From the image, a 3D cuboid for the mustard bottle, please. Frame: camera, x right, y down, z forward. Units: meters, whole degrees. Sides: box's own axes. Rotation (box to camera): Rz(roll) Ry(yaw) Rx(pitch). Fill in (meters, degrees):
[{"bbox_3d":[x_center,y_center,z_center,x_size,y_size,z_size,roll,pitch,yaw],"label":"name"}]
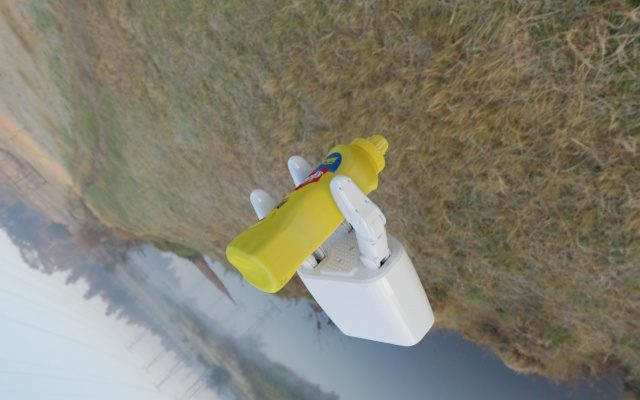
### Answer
[{"bbox_3d":[0.000,0.001,0.455,0.191,0.058,0.096,-44,9,-22],"label":"mustard bottle"}]
